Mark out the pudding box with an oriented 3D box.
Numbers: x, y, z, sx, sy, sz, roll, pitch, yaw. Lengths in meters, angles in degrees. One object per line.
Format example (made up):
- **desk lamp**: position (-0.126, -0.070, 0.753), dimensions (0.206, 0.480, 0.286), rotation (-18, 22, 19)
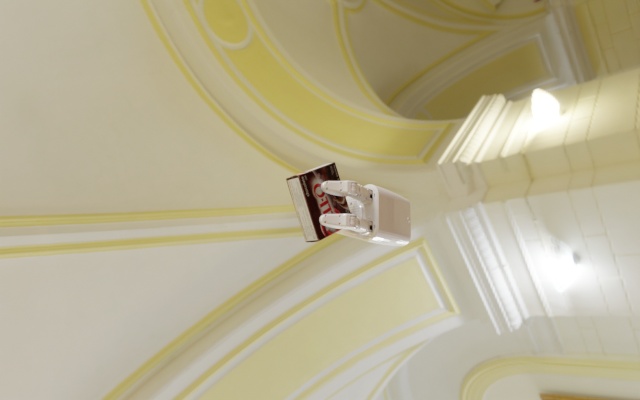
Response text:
- **pudding box**: position (0.000, 0.003, 0.789), dimensions (0.039, 0.113, 0.090), rotation (-14, 7, 45)
